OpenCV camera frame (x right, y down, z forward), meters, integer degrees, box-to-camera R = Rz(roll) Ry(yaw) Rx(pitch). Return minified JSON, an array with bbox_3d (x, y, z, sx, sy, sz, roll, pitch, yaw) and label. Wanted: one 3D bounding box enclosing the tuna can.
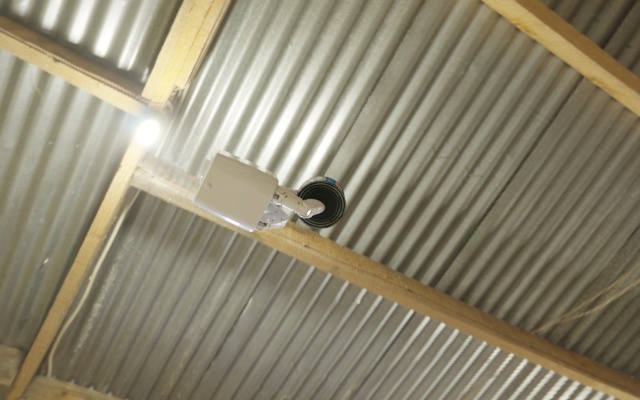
[{"bbox_3d":[0.000,0.002,0.807,0.086,0.086,0.033,0,21,0],"label":"tuna can"}]
